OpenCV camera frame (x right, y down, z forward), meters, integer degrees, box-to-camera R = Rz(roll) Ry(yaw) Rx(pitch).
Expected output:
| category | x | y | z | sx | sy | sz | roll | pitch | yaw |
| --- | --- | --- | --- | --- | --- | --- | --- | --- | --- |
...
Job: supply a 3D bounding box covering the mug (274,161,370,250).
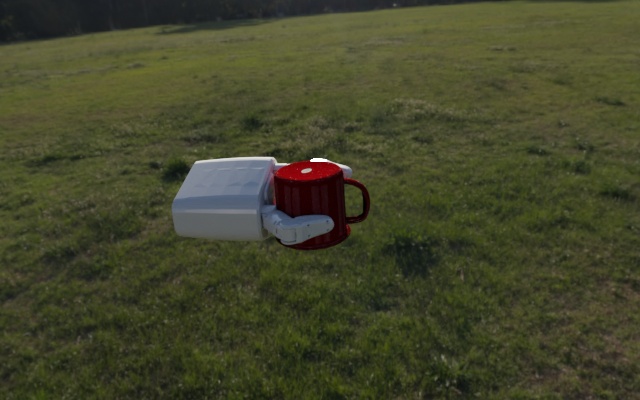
| category | x | y | z | sx | sy | sz | roll | pitch | yaw |
| --- | --- | --- | --- | --- | --- | --- | --- | --- | --- |
| mug | 0.002 | 0.002 | 0.565 | 0.117 | 0.081 | 0.093 | -1 | 22 | 8 |
